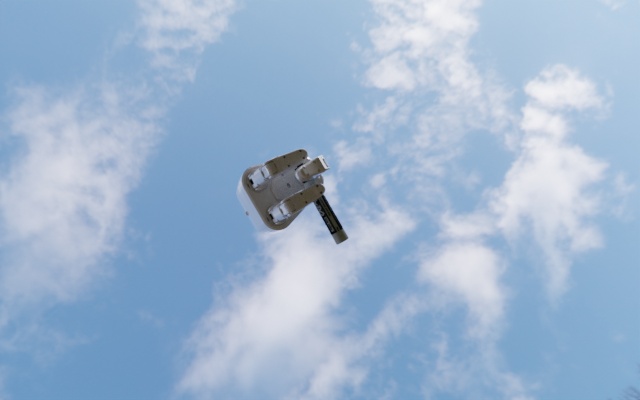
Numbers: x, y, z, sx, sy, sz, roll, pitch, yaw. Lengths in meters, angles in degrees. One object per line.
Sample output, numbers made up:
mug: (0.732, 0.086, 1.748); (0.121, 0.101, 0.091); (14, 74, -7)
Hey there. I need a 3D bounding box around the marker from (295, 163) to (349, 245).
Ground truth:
marker: (0.000, 0.002, 0.636); (0.020, 0.121, 0.020); (-30, 0, 0)
